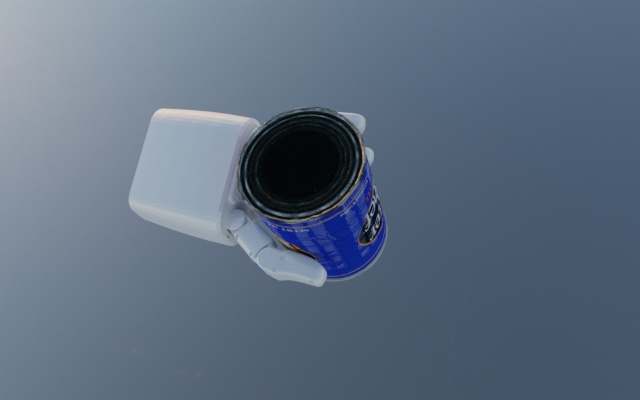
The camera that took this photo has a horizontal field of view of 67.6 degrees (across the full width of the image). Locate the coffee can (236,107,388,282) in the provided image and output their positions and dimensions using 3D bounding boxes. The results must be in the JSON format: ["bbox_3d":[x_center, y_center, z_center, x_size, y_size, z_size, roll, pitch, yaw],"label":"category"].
[{"bbox_3d":[0.000,0.002,0.421,0.103,0.102,0.140,0,-27,15],"label":"coffee can"}]
